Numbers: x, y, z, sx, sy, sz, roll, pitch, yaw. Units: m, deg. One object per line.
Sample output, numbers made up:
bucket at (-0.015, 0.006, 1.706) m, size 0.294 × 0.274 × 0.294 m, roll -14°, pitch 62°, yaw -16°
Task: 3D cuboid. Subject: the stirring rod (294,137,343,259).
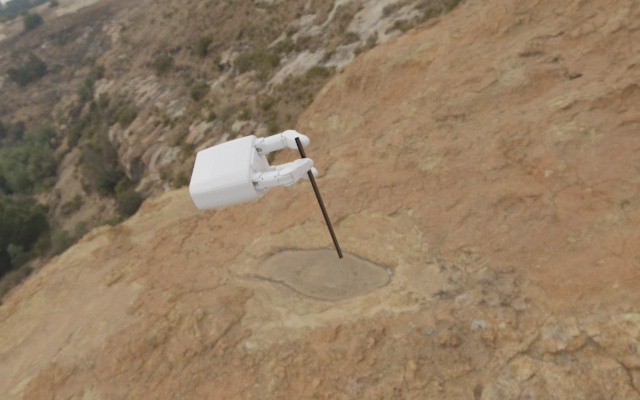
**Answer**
stirring rod at (0.000, 0.003, 0.791) m, size 0.011 × 0.240 × 0.011 m, roll -15°, pitch 30°, yaw 9°
